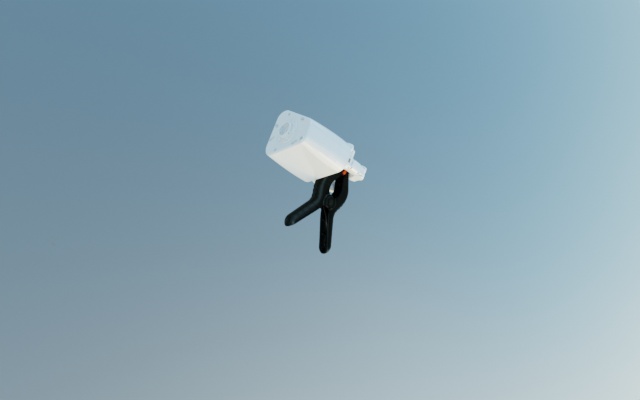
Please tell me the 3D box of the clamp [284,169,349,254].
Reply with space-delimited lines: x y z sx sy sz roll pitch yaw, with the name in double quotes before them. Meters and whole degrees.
"clamp" 0.001 0.003 0.892 0.039 0.171 0.120 7 -18 42
